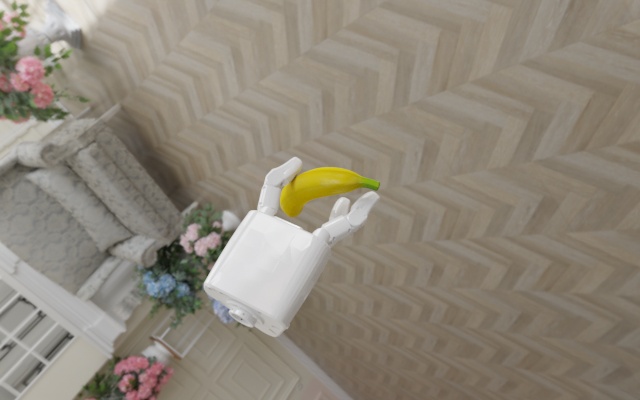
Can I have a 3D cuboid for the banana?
[{"bbox_3d":[-0.012,-0.009,0.635,0.070,0.037,0.198,37,-28,-24],"label":"banana"}]
